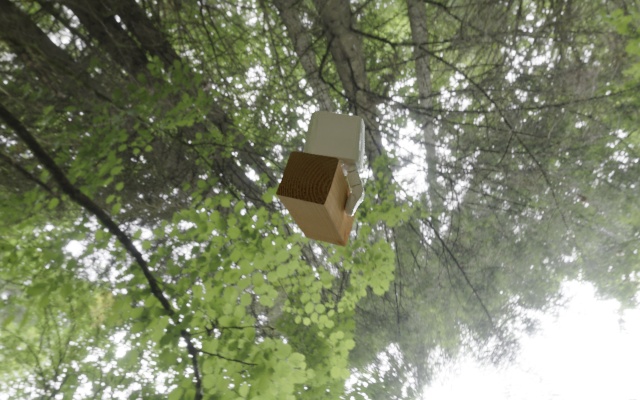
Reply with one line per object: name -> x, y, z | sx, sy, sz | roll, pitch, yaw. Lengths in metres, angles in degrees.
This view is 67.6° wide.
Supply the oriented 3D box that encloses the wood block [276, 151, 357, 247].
wood block -> 0.001, 0.003, 0.890 | 0.091, 0.090, 0.206 | 11, -21, 19
